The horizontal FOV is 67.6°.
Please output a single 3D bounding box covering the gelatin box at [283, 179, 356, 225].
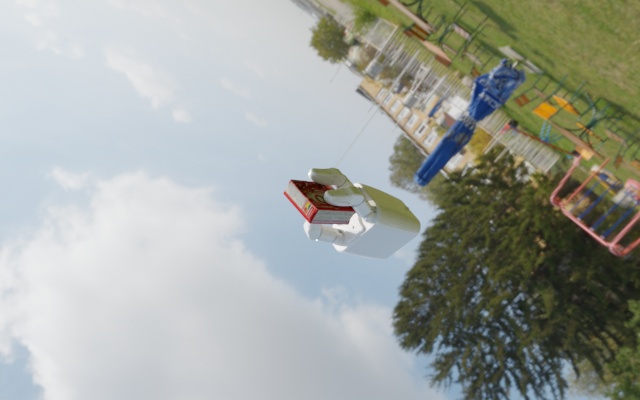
[{"bbox_3d":[0.000,0.003,0.715,0.089,0.030,0.073,4,35,-46],"label":"gelatin box"}]
